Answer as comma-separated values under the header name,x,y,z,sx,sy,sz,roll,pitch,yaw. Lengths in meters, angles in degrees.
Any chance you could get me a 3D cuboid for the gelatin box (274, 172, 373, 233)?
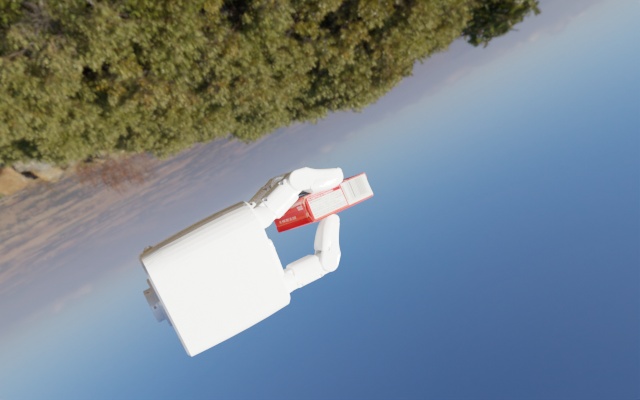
name,x,y,z,sx,sy,sz,roll,pitch,yaw
gelatin box,0.001,0.002,0.517,0.089,0.030,0.073,-23,3,-35
